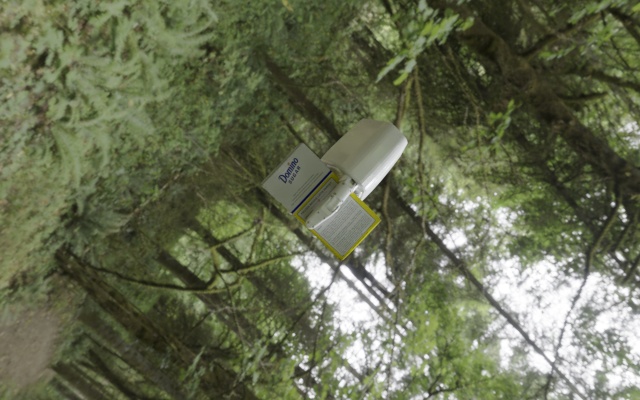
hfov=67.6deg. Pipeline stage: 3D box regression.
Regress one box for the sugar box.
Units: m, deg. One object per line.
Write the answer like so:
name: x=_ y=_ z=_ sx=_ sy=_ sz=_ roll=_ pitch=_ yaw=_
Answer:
sugar box: x=0.000 y=0.002 z=0.752 sx=0.176 sy=0.093 sz=0.048 roll=45 pitch=-5 yaw=-8
